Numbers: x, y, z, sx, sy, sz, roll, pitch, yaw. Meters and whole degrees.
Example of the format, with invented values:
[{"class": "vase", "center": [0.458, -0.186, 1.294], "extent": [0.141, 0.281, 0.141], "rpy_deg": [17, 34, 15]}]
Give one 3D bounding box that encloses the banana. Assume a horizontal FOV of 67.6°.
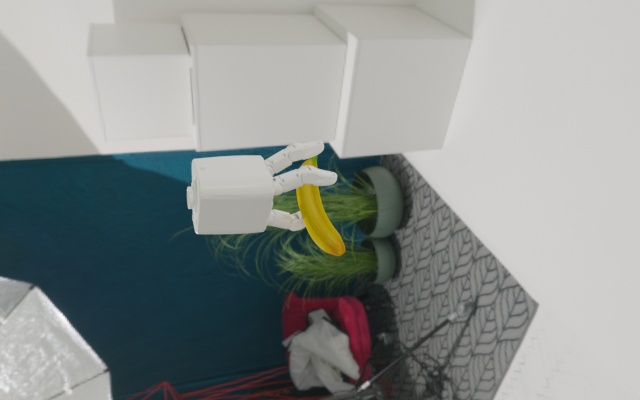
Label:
[{"class": "banana", "center": [-0.007, 0.010, 0.741], "extent": [0.037, 0.197, 0.070], "rpy_deg": [0, -34, -23]}]
